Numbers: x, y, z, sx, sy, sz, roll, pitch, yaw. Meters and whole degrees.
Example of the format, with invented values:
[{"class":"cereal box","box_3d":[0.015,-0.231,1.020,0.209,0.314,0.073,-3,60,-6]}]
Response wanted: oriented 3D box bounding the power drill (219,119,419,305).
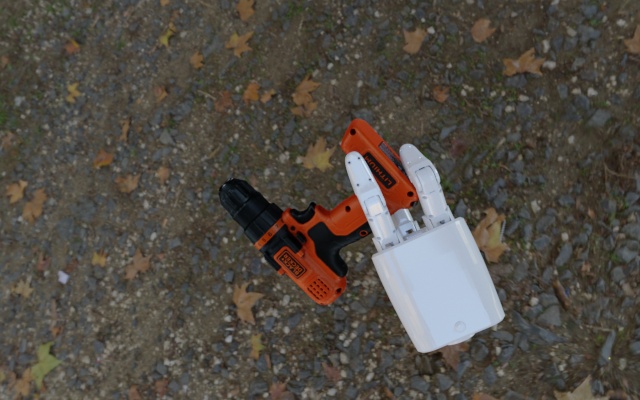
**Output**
[{"class":"power drill","box_3d":[0.001,0.002,0.522,0.188,0.184,0.057,-44,4,24]}]
